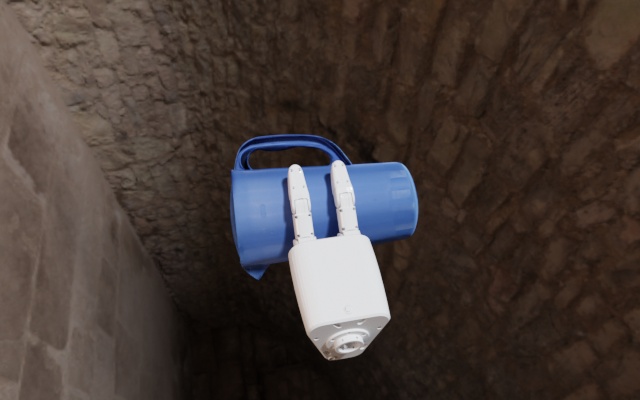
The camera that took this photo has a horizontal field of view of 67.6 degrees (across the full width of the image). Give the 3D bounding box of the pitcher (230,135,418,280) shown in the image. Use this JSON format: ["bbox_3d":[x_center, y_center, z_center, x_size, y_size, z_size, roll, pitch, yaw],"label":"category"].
[{"bbox_3d":[0.000,0.002,0.646,0.243,0.145,0.149,-7,-41,-9],"label":"pitcher"}]
